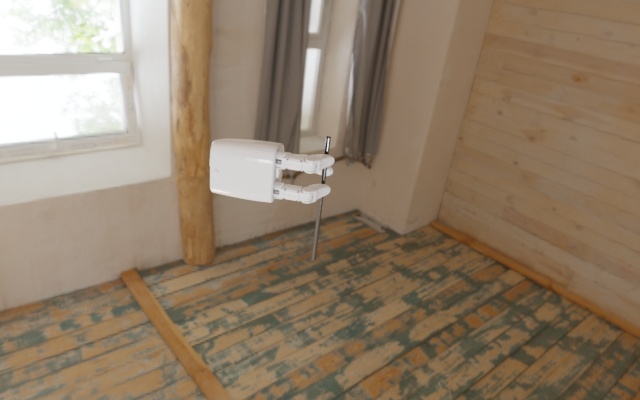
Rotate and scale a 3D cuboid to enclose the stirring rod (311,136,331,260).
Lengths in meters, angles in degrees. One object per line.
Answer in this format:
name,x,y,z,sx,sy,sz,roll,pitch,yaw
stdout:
stirring rod,0.000,0.003,0.838,0.011,0.240,0.011,6,27,-3
